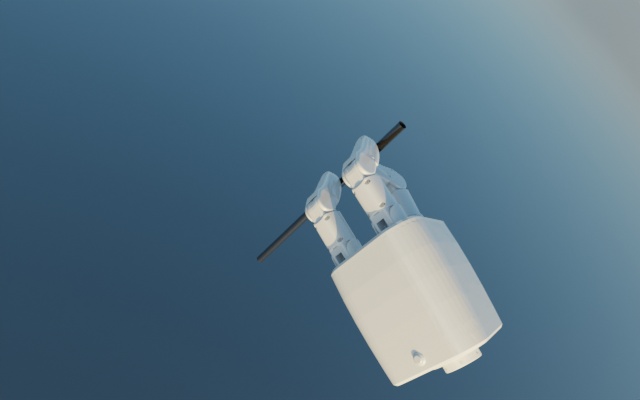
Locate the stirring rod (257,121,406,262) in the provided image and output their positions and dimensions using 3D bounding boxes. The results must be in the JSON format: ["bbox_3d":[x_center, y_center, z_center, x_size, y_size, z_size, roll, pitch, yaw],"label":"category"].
[{"bbox_3d":[0.000,0.002,0.481,0.011,0.011,0.240,0,-34,-44],"label":"stirring rod"}]
